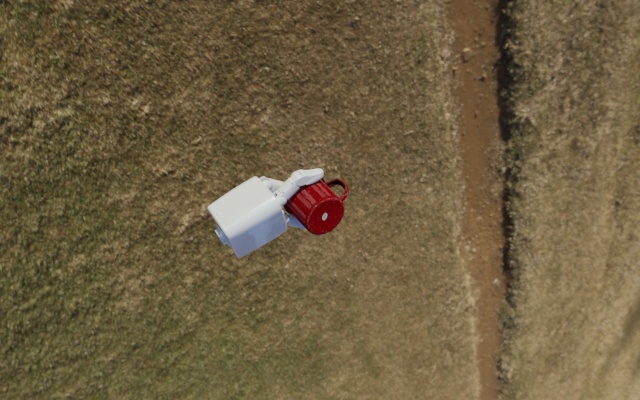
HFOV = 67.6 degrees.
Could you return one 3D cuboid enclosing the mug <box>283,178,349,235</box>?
[{"bbox_3d":[0.001,0.002,0.872,0.117,0.093,0.081,-32,45,-13],"label":"mug"}]
